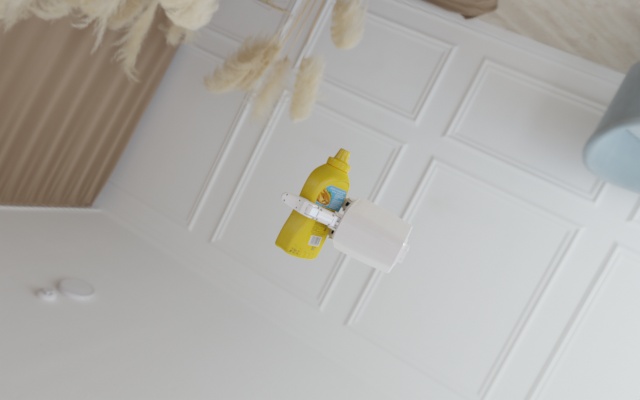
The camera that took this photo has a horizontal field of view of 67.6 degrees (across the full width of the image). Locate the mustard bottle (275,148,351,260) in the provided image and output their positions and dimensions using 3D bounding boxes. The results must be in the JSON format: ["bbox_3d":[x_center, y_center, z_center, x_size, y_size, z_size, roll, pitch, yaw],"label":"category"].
[{"bbox_3d":[0.000,0.003,0.797,0.058,0.191,0.096,30,6,35],"label":"mustard bottle"}]
